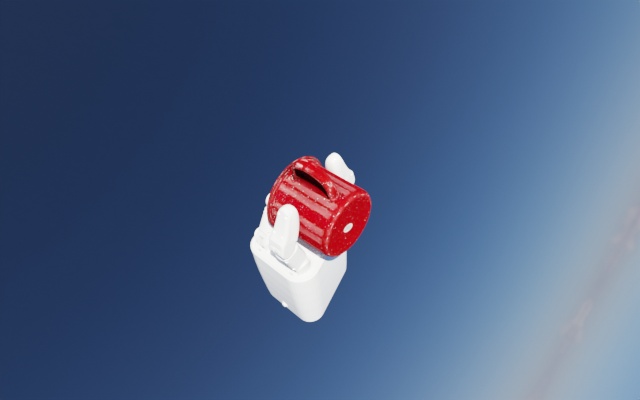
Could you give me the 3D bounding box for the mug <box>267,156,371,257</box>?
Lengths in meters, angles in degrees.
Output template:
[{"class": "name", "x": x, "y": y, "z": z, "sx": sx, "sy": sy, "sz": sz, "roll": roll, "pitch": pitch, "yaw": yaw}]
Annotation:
[{"class": "mug", "x": 0.000, "y": 0.001, "z": 0.518, "sx": 0.081, "sy": 0.117, "sz": 0.093, "roll": 30, "pitch": 61, "yaw": 29}]
